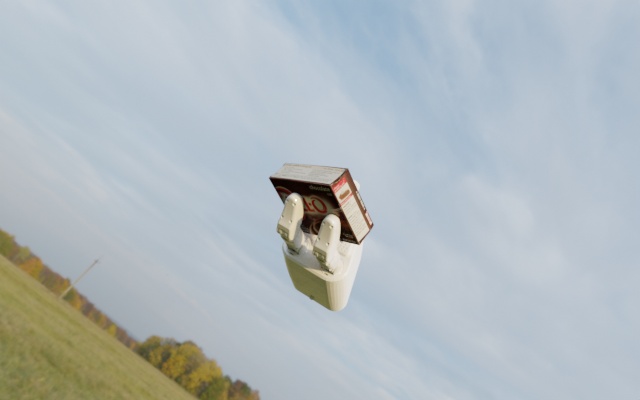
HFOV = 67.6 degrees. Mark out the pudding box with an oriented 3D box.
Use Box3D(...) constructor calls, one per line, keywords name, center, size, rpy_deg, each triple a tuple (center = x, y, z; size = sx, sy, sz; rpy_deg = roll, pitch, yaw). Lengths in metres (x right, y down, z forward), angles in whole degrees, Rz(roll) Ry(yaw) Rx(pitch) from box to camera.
Box3D(name="pudding box", center=(0.000, 0.002, 0.579), size=(0.113, 0.090, 0.039), rpy_deg=(7, 45, 45))
